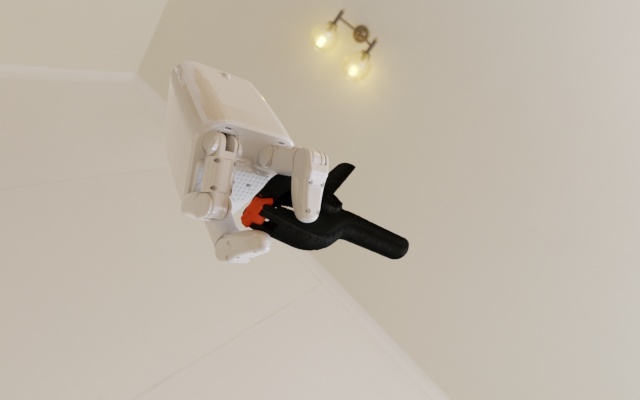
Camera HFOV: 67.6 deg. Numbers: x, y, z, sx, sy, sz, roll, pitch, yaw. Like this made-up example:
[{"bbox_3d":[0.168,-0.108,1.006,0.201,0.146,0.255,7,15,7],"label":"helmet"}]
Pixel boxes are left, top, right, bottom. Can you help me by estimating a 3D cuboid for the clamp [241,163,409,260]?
[{"bbox_3d":[0.000,0.002,0.445,0.171,0.039,0.120,10,36,-41],"label":"clamp"}]
